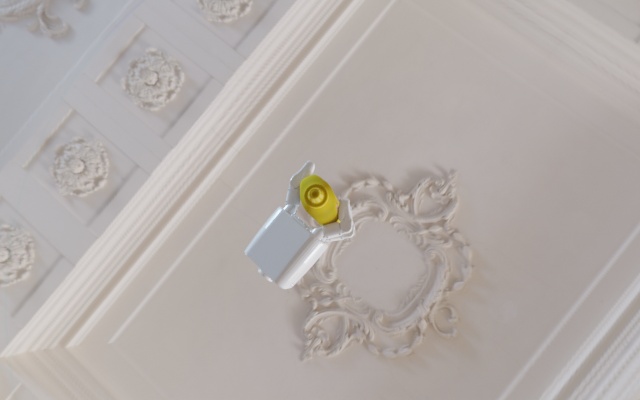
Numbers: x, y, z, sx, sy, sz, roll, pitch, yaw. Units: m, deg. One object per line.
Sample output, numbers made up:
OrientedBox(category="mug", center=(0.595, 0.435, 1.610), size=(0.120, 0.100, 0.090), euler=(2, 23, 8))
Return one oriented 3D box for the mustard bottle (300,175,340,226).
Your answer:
OrientedBox(category="mustard bottle", center=(0.000, 0.003, 0.860), size=(0.058, 0.096, 0.191), euler=(-25, -10, 3))
